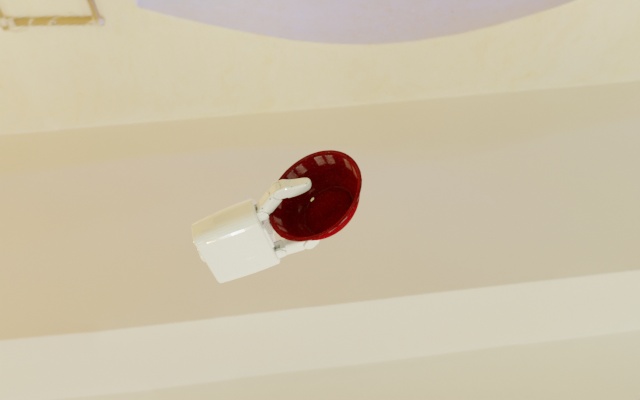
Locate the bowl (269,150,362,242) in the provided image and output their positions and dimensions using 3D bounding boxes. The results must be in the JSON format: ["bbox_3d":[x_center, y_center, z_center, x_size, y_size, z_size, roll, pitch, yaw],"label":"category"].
[{"bbox_3d":[0.002,0.002,0.739,0.162,0.162,0.055,0,-30,33],"label":"bowl"}]
